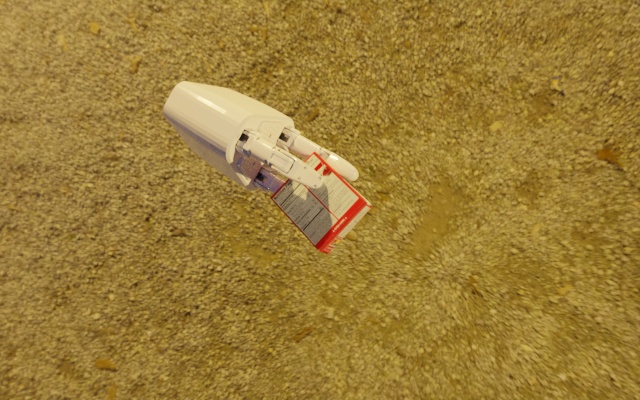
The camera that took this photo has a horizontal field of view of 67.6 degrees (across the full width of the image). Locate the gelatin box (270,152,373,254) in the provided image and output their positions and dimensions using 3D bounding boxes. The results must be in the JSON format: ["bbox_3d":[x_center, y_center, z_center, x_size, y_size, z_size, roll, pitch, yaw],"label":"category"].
[{"bbox_3d":[0.000,0.002,0.522,0.089,0.073,0.030,46,7,25],"label":"gelatin box"}]
